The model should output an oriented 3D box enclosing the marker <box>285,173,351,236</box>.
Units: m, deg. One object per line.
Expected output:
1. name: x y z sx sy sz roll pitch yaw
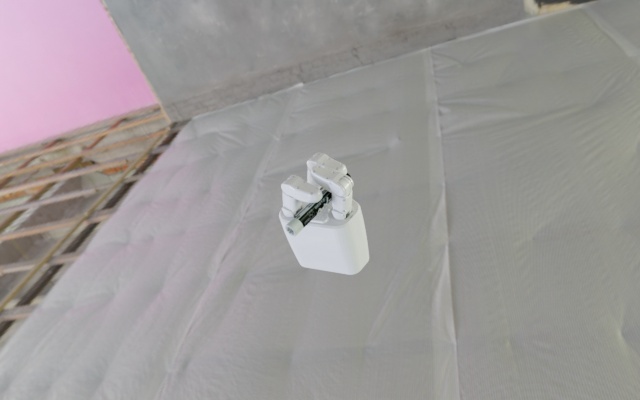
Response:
1. marker: 0.000 0.002 0.629 0.121 0.020 0.020 -44 25 -29
